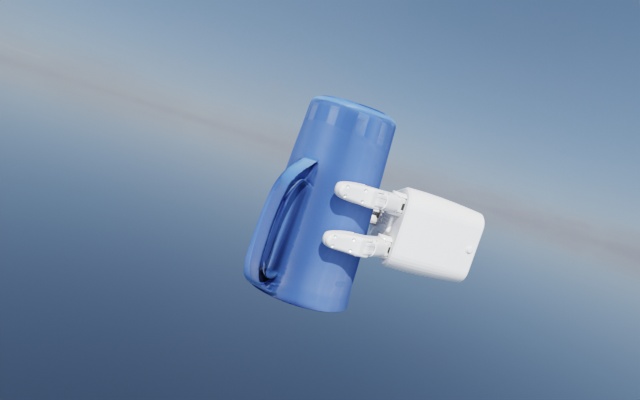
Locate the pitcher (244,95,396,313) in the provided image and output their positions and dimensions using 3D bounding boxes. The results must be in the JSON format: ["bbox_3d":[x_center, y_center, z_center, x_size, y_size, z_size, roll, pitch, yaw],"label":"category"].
[{"bbox_3d":[0.000,0.002,0.575,0.145,0.243,0.149,17,5,-12],"label":"pitcher"}]
